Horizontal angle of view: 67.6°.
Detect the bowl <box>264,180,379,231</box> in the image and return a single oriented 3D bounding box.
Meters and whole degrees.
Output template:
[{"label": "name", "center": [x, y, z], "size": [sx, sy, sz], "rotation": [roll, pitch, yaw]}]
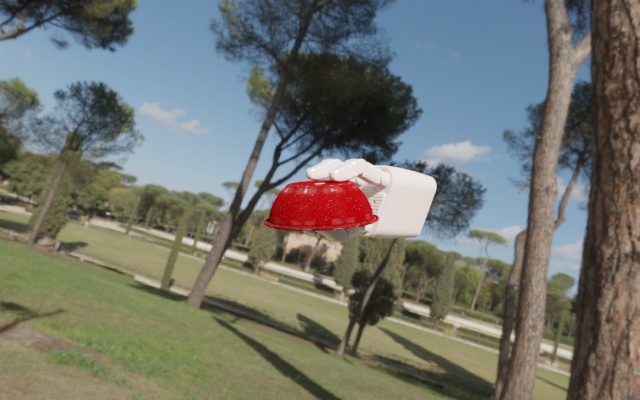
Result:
[{"label": "bowl", "center": [-0.001, 0.002, 0.666], "size": [0.162, 0.055, 0.162], "rotation": [-2, 7, 0]}]
